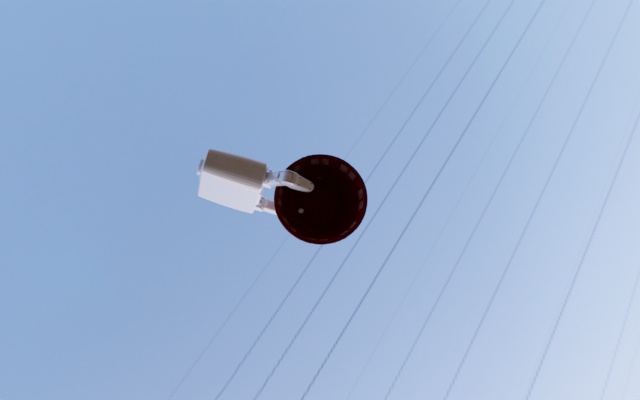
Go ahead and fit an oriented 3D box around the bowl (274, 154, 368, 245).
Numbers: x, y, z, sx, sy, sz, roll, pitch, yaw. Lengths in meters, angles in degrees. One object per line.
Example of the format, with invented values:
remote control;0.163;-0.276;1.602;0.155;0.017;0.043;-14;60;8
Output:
bowl;0.001;0.003;0.841;0.162;0.162;0.055;0;-16;-1
